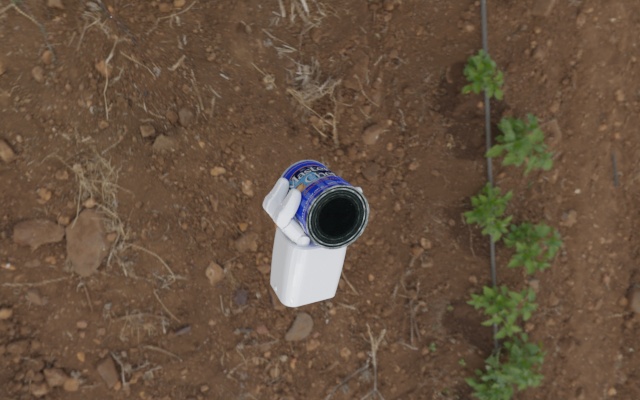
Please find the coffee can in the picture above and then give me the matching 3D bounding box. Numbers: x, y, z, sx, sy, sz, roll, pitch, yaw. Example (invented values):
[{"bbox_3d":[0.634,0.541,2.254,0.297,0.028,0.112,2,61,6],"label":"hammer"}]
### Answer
[{"bbox_3d":[0.000,0.002,0.761,0.103,0.103,0.140,0,20,-24],"label":"coffee can"}]
